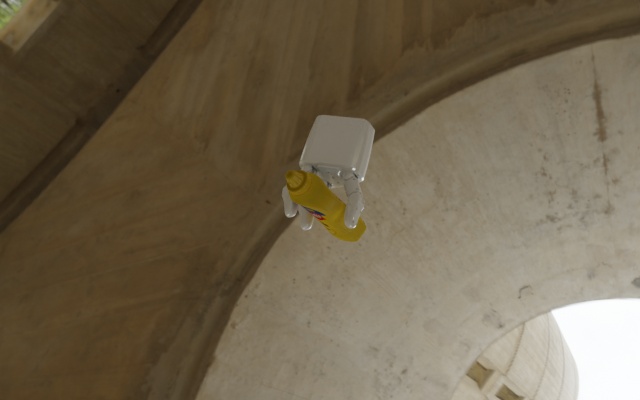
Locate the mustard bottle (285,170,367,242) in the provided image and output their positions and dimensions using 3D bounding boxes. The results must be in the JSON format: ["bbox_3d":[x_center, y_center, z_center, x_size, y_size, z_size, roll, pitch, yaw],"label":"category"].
[{"bbox_3d":[0.000,0.003,0.814,0.096,0.058,0.192,31,-8,42],"label":"mustard bottle"}]
